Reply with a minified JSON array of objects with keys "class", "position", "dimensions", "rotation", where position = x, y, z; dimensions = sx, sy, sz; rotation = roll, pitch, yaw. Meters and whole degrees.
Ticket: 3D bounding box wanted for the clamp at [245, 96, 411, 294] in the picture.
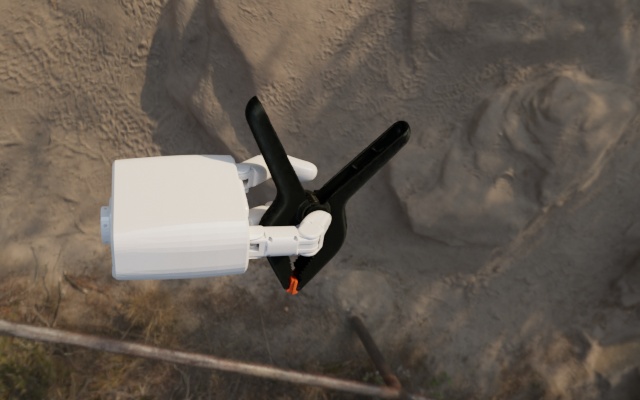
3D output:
[{"class":"clamp","position":[0.000,0.002,0.481],"dimensions":[0.164,0.210,0.036],"rotation":[-1,29,-19]}]
